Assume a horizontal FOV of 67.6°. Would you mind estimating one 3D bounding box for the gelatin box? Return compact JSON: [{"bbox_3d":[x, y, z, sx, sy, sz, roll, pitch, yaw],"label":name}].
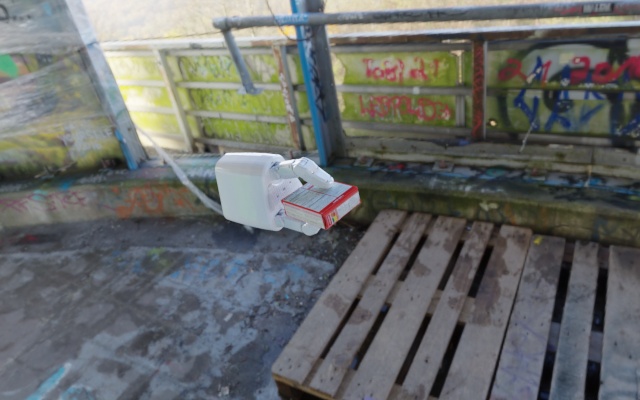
[{"bbox_3d":[0.000,0.002,0.675,0.089,0.030,0.073,16,42,44],"label":"gelatin box"}]
